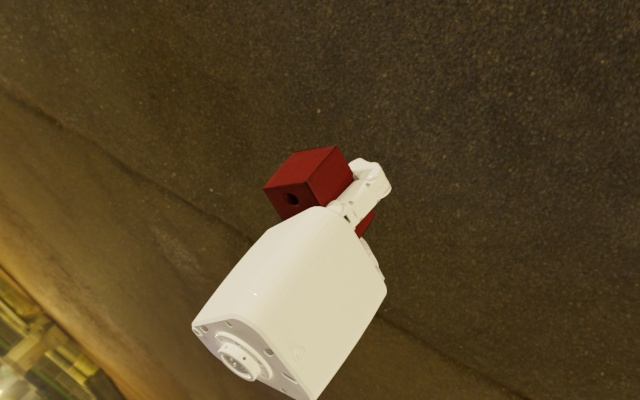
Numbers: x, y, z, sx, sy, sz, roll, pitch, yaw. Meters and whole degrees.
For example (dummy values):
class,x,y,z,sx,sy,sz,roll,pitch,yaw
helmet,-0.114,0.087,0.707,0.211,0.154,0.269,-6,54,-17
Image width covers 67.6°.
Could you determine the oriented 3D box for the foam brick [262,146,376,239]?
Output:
class,x,y,z,sx,sy,sz,roll,pitch,yaw
foam brick,0.000,0.001,0.402,0.053,0.078,0.051,-5,36,45
